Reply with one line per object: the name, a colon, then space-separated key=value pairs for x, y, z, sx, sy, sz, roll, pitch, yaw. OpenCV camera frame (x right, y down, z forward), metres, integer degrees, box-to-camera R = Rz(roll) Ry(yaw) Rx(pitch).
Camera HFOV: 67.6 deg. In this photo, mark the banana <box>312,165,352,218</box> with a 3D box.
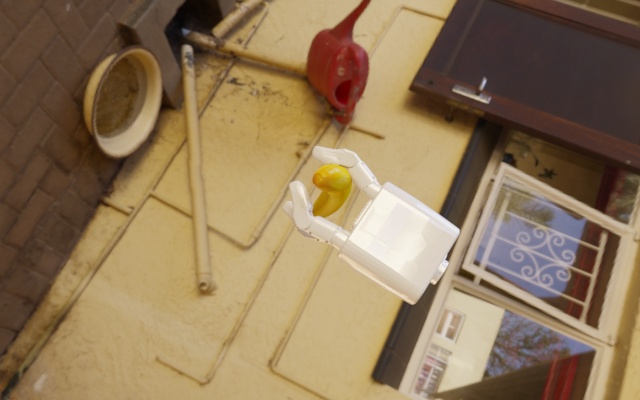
banana: x=0.012 y=-0.009 z=0.626 sx=0.069 sy=0.037 sz=0.198 roll=-44 pitch=-10 yaw=-18
